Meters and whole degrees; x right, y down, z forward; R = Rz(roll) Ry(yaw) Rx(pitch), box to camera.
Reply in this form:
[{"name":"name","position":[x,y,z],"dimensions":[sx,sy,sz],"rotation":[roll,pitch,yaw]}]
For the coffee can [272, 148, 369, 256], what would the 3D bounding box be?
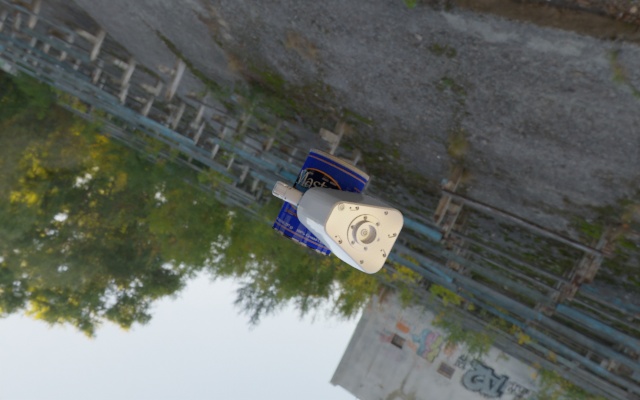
[{"name":"coffee can","position":[0.000,0.002,0.752],"dimensions":[0.103,0.140,0.103],"rotation":[27,0,0]}]
